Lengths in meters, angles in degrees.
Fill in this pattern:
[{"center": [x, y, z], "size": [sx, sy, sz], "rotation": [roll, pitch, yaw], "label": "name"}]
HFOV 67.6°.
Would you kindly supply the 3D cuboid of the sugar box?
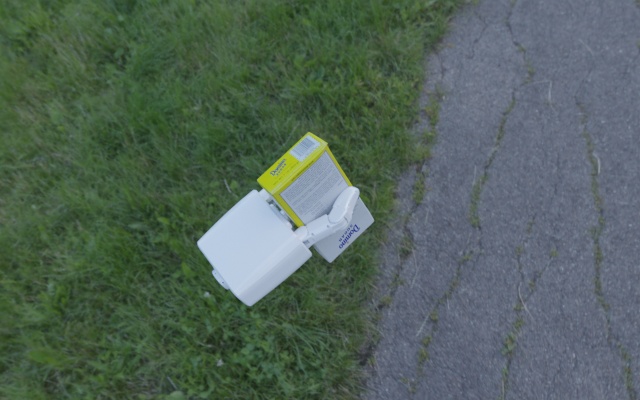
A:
[{"center": [0.000, 0.002, 0.639], "size": [0.048, 0.093, 0.176], "rotation": [41, -9, 41], "label": "sugar box"}]
